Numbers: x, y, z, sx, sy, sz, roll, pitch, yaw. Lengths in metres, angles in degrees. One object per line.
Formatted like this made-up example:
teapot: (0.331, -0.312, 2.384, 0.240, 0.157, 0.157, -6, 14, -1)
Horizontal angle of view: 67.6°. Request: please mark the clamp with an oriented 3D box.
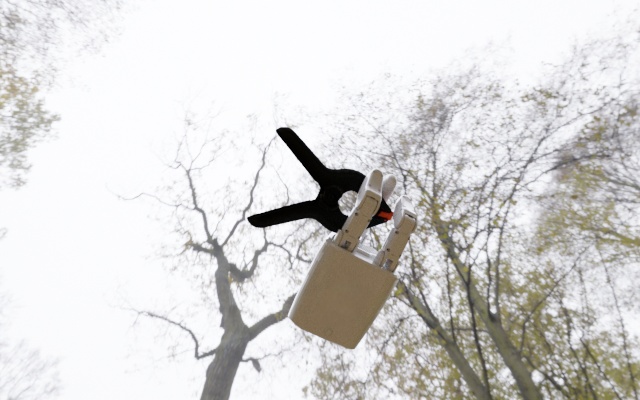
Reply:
clamp: (0.000, 0.002, 0.567, 0.171, 0.120, 0.039, 27, 7, -11)
